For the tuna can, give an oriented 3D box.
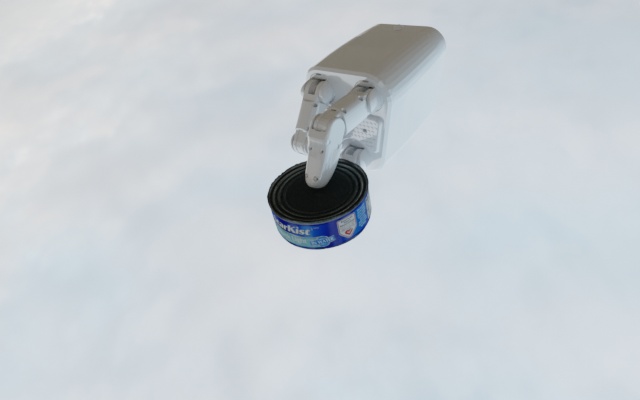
[{"bbox_3d":[0.000,0.002,0.407,0.086,0.034,0.086,-8,39,6],"label":"tuna can"}]
